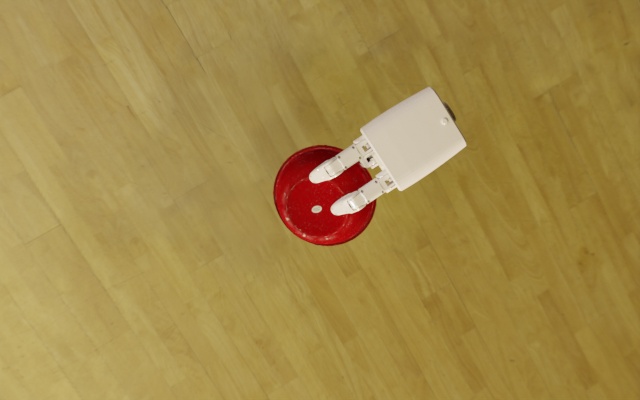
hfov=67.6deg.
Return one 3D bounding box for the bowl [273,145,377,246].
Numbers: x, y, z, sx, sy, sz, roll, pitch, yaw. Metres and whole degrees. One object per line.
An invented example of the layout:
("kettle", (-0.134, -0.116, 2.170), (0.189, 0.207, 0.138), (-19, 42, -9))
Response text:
("bowl", (-0.001, 0.003, 0.707), (0.162, 0.162, 0.055), (0, 18, 12))
